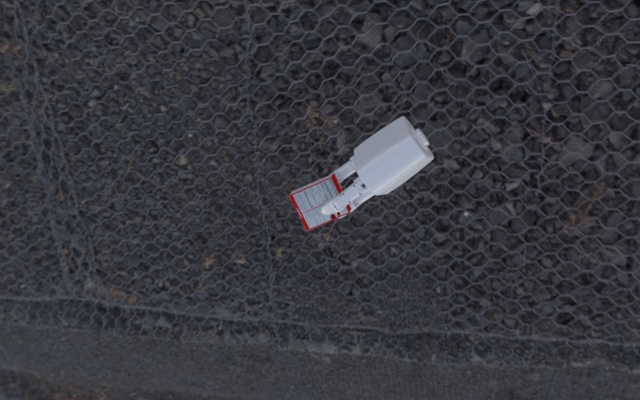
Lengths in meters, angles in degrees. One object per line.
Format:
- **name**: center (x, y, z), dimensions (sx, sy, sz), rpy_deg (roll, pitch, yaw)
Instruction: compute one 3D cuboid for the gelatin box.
- **gelatin box**: center (0.000, 0.003, 0.842), dimensions (0.089, 0.073, 0.030), rpy_deg (-23, 14, 14)
